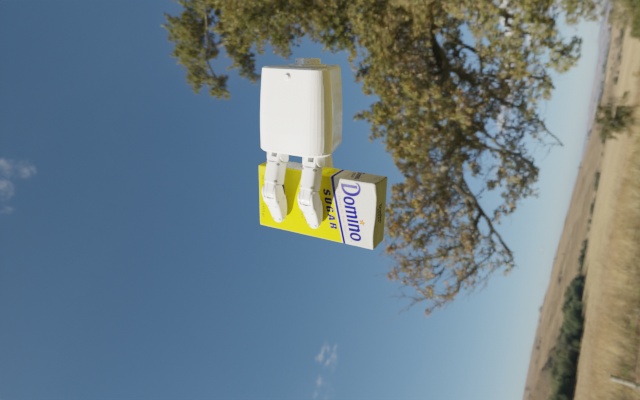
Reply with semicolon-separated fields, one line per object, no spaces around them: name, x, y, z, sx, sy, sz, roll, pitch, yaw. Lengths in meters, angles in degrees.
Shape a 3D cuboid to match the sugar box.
sugar box;0.000;0.002;0.653;0.176;0.093;0.048;11;22;27
